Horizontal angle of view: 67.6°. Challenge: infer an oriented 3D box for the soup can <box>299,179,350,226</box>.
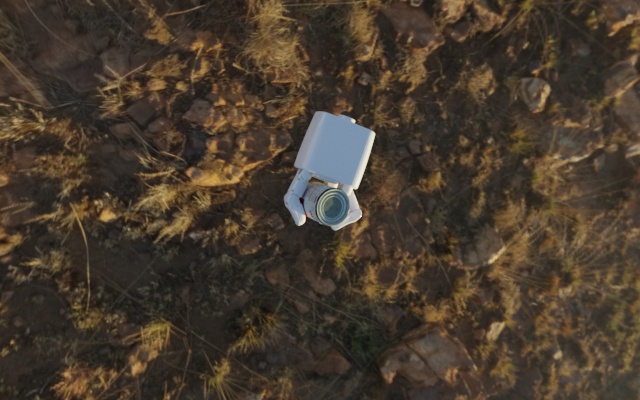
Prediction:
[{"bbox_3d":[0.000,0.003,0.844,0.068,0.068,0.102,0,10,-27],"label":"soup can"}]
